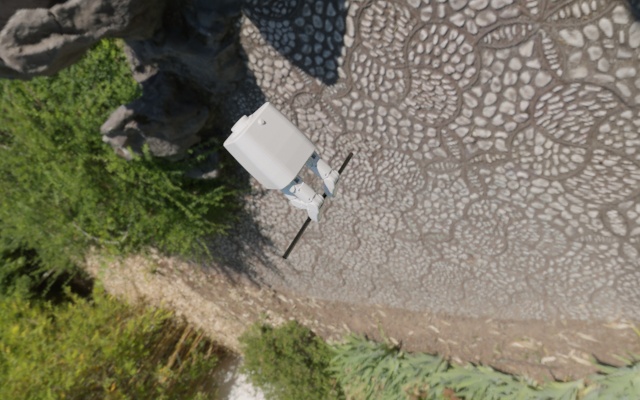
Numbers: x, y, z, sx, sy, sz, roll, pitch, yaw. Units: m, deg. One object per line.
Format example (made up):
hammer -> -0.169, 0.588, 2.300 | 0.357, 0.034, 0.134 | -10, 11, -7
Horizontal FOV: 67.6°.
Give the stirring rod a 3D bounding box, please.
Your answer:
stirring rod -> 0.000, 0.003, 0.815 | 0.011, 0.239, 0.011 | 24, -30, 15
